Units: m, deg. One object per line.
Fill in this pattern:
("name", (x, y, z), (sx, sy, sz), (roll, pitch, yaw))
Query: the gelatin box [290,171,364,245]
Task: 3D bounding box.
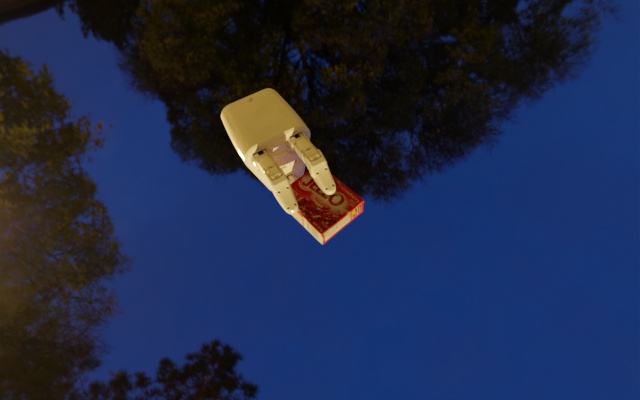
("gelatin box", (0.000, 0.003, 0.621), (0.073, 0.089, 0.030), (-38, -29, -20))
